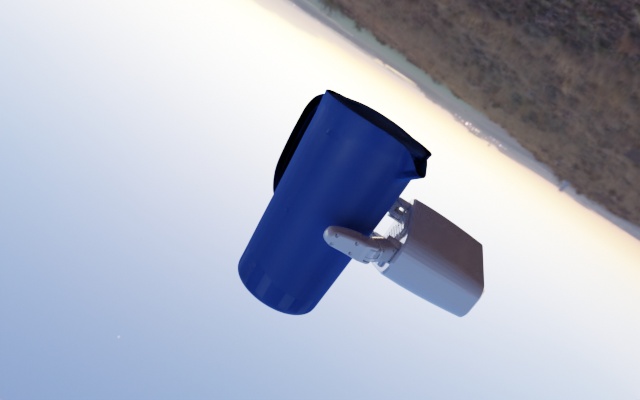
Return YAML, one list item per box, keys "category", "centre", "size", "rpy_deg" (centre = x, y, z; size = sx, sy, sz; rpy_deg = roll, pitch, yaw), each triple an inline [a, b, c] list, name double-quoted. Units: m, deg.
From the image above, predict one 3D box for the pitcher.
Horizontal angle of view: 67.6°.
- category: "pitcher"
  centre: [0.000, 0.002, 0.550]
  size: [0.145, 0.243, 0.149]
  rpy_deg: [31, 17, -5]
